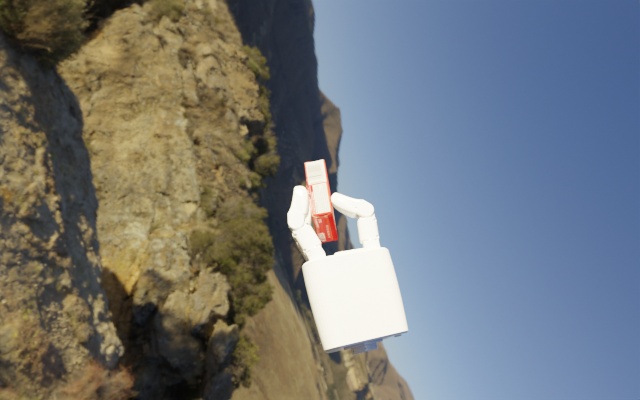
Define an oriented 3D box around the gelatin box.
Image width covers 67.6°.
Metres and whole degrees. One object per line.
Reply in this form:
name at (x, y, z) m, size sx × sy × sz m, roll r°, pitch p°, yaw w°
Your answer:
gelatin box at (0.001, 0.002, 0.646) m, size 0.030 × 0.089 × 0.073 m, roll -9°, pitch -32°, yaw 1°
